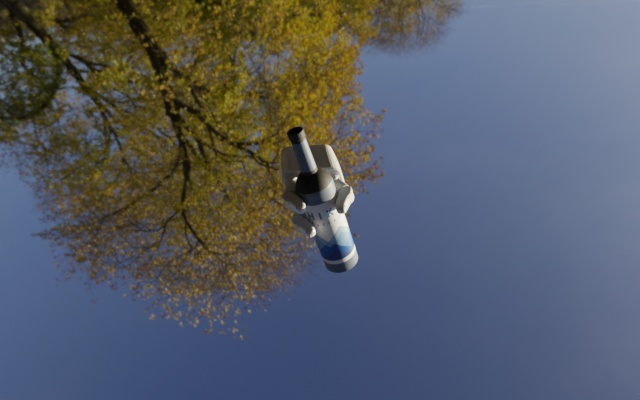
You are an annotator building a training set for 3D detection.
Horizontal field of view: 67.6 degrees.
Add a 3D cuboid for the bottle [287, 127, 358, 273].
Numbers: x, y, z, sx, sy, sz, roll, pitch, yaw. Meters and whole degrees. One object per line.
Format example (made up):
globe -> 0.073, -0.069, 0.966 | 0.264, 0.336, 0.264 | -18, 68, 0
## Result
bottle -> 0.000, 0.003, 0.845 | 0.069, 0.296, 0.069 | -13, 35, 9
